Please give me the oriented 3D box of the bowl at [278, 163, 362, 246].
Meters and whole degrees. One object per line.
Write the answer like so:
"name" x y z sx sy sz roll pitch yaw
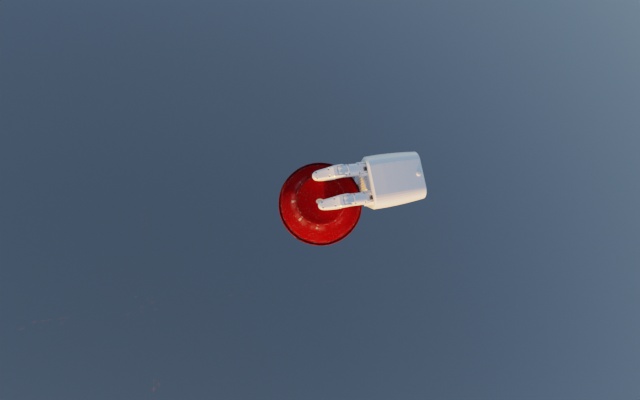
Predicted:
"bowl" -0.001 0.003 0.894 0.162 0.162 0.055 0 -7 -1
